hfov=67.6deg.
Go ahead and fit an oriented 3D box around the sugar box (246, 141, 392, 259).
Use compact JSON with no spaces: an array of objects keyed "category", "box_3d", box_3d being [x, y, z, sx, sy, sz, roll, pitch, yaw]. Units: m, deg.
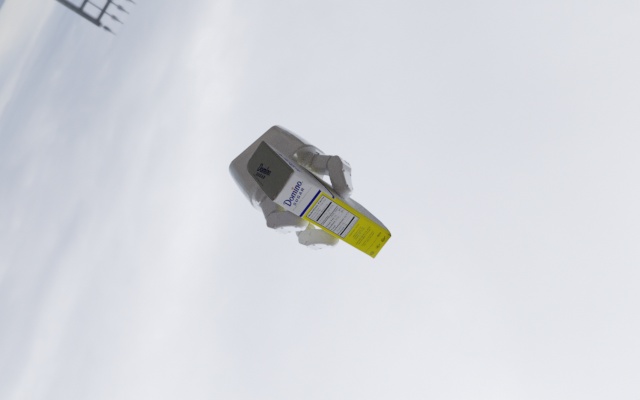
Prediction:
[{"category":"sugar box","box_3d":[0.000,0.002,0.570,0.176,0.048,0.093,29,10,-37]}]
